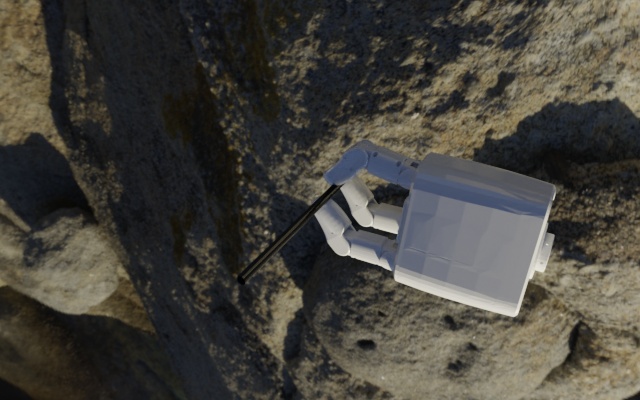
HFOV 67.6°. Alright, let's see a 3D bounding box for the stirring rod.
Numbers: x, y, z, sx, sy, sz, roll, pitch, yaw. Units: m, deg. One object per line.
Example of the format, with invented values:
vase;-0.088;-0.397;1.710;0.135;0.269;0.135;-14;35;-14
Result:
stirring rod;0.000;0.001;0.432;0.011;0.011;0.239;0;28;33
